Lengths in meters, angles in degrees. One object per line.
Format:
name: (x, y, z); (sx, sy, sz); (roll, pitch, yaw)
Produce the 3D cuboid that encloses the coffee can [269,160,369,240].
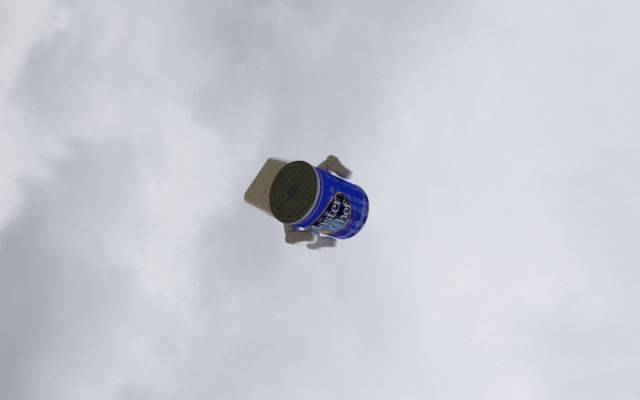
coffee can: (0.000, 0.003, 0.793); (0.103, 0.102, 0.140); (0, -14, 41)
